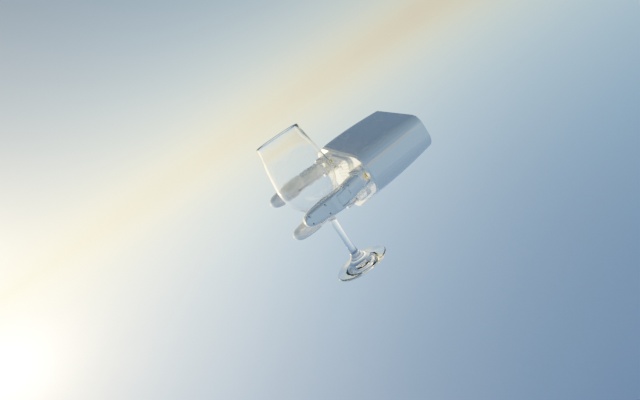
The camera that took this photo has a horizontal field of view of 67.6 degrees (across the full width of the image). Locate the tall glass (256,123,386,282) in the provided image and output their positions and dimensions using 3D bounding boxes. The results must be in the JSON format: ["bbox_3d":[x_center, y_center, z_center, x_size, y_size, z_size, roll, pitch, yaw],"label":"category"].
[{"bbox_3d":[0.000,0.003,0.609,0.079,0.201,0.079,-33,12,8],"label":"tall glass"}]
